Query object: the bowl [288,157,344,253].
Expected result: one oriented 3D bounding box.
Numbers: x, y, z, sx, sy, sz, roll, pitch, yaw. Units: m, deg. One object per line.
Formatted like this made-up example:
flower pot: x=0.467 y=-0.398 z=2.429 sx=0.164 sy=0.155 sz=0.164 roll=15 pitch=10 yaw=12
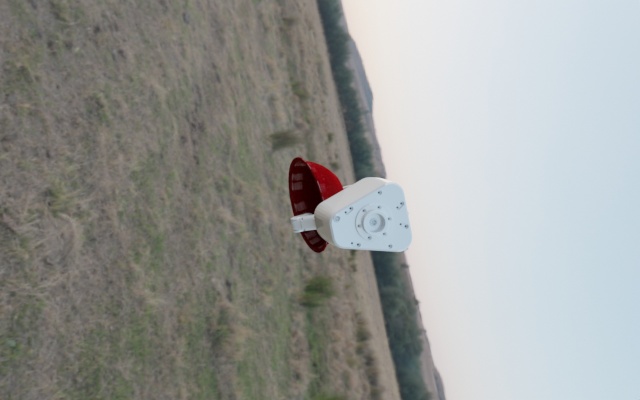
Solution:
bowl: x=0.000 y=0.002 z=0.795 sx=0.055 sy=0.162 sz=0.162 roll=-14 pitch=5 yaw=-21
